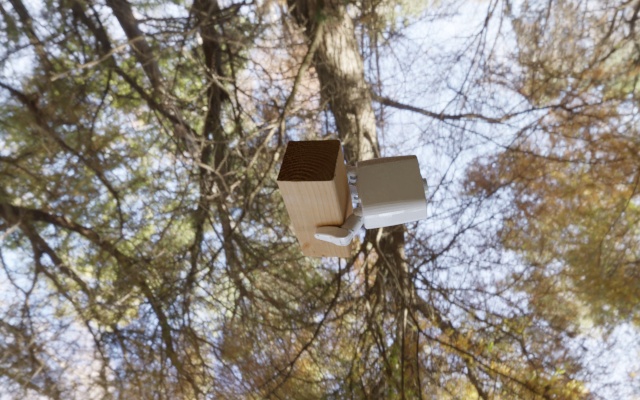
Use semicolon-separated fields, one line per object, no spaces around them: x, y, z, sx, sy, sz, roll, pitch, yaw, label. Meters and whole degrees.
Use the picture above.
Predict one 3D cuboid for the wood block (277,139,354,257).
0.000;0.003;0.813;0.090;0.090;0.206;1;-40;14;wood block
